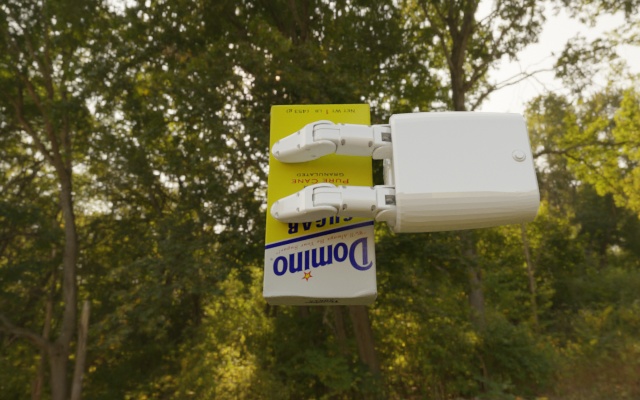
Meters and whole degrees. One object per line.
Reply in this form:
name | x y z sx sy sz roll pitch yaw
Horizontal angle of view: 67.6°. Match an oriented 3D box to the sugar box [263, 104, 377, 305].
sugar box | 0.000 0.001 0.421 0.093 0.176 0.048 -1 -23 2
